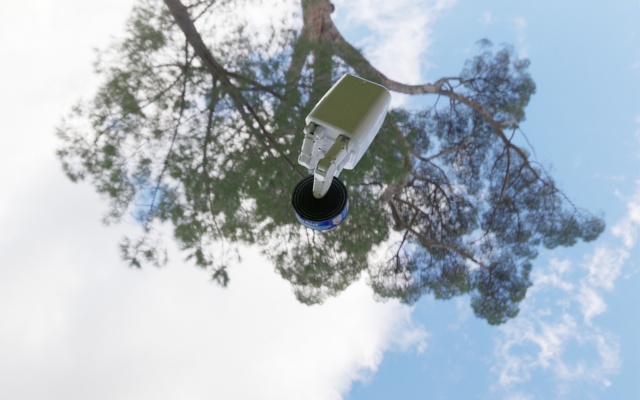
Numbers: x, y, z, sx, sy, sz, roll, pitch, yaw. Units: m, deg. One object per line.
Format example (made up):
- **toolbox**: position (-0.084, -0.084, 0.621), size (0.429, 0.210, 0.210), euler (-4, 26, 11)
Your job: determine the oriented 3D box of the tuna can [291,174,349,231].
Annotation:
- **tuna can**: position (0.000, 0.003, 0.730), size (0.086, 0.086, 0.034), euler (0, -30, 7)
